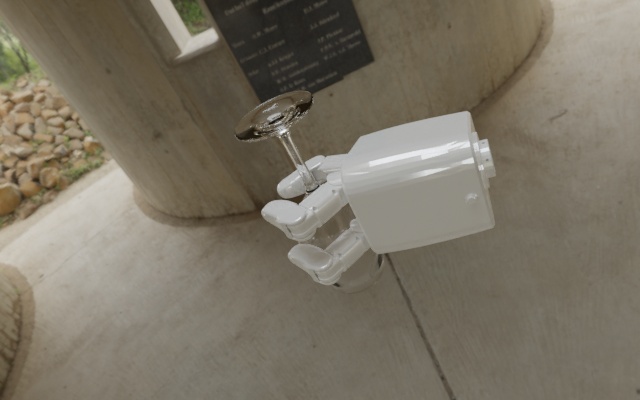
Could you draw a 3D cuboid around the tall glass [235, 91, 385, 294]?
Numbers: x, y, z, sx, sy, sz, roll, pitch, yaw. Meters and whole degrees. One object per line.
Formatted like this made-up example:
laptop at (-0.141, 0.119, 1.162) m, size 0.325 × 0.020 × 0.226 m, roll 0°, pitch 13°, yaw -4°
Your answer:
tall glass at (0.000, 0.001, 0.456) m, size 0.079 × 0.201 × 0.079 m, roll -19°, pitch 34°, yaw 13°
